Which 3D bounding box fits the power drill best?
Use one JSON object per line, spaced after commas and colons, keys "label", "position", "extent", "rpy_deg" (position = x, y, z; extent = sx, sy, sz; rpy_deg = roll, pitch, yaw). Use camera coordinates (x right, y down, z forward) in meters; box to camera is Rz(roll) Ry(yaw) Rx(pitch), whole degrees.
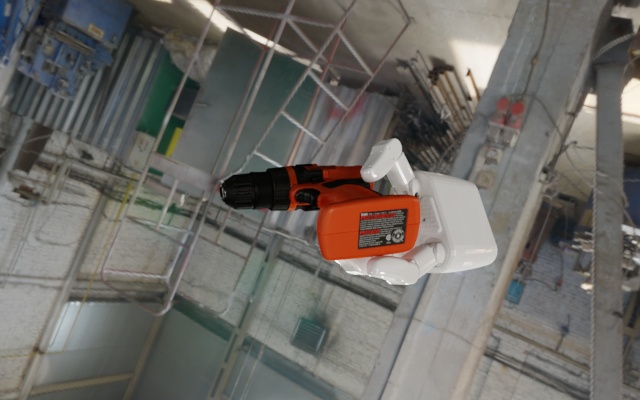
{"label": "power drill", "position": [0.001, 0.002, 0.500], "extent": [0.184, 0.057, 0.187], "rpy_deg": [-6, 19, -21]}
